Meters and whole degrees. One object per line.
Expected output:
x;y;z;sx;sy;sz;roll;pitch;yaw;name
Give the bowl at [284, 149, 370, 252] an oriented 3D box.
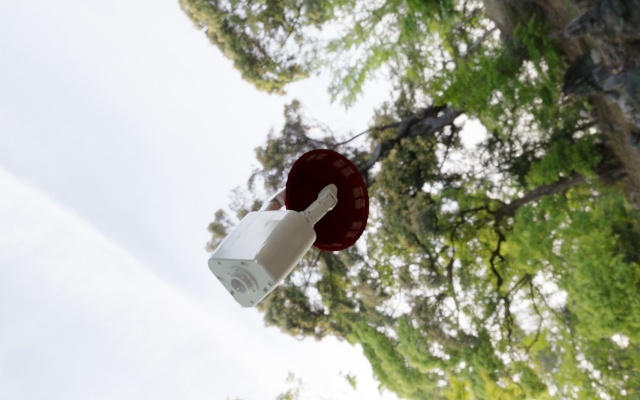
0.001;0.002;0.756;0.162;0.162;0.055;0;-10;-36;bowl
